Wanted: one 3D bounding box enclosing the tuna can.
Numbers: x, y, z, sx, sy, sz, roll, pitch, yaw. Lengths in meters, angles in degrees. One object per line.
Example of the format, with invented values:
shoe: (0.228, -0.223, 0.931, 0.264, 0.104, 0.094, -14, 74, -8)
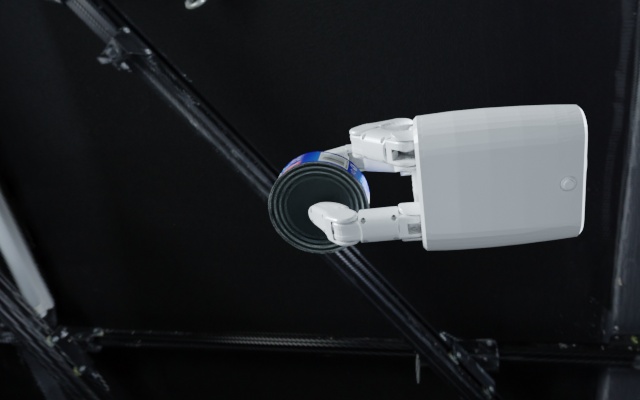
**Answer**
tuna can: (0.000, 0.001, 0.417, 0.086, 0.086, 0.033, 0, 25, 8)
